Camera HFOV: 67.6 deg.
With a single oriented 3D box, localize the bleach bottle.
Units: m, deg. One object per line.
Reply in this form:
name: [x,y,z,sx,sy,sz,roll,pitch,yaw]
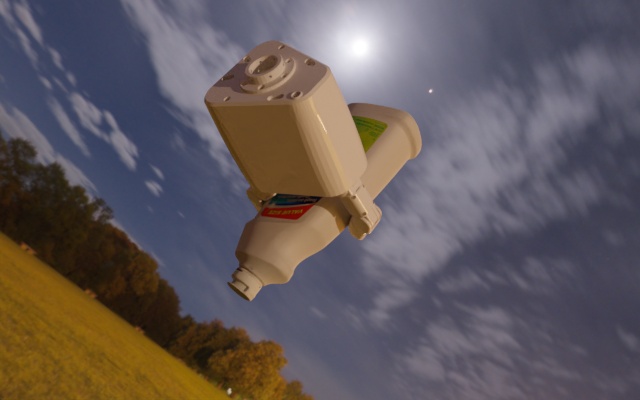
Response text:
bleach bottle: [0.000,0.002,0.505,0.102,0.250,0.068,20,-29,38]
